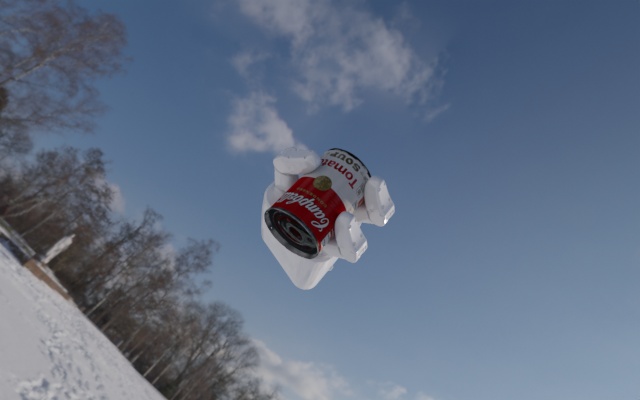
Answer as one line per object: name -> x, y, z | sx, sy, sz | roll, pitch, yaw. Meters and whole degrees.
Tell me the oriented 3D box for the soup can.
soup can -> 0.000, 0.001, 0.496 | 0.068, 0.068, 0.102 | 0, 40, 51
